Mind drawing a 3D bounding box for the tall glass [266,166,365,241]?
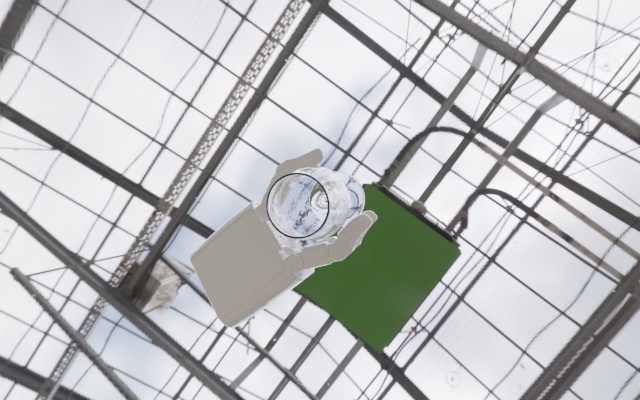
[{"bbox_3d":[0.000,0.002,0.539,0.079,0.079,0.201,0,2,13],"label":"tall glass"}]
